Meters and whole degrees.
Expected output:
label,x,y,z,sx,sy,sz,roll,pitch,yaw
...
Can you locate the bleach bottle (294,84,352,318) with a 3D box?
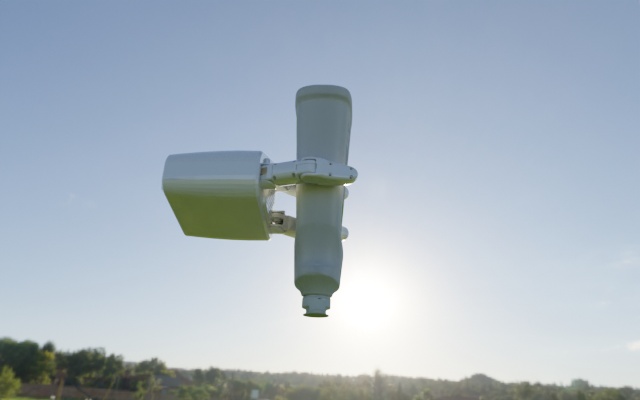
label,x,y,z,sx,sy,sz,roll,pitch,yaw
bleach bottle,0.000,0.002,0.539,0.068,0.250,0.103,1,-22,4
